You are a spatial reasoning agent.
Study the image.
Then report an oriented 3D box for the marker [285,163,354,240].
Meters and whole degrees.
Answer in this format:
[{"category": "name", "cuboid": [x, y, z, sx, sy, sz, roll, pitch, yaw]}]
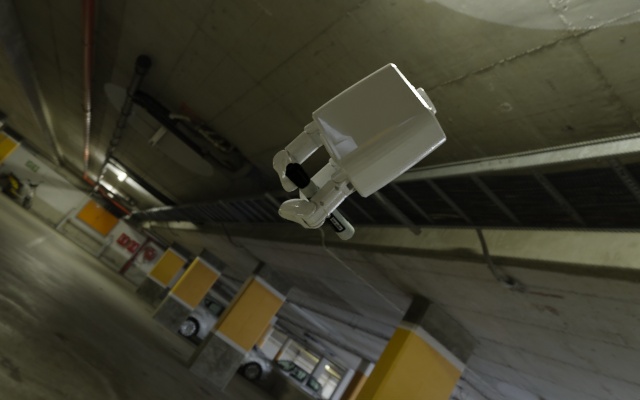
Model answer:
[{"category": "marker", "cuboid": [0.000, 0.002, 0.518, 0.020, 0.020, 0.121, 0, -38, 41]}]
